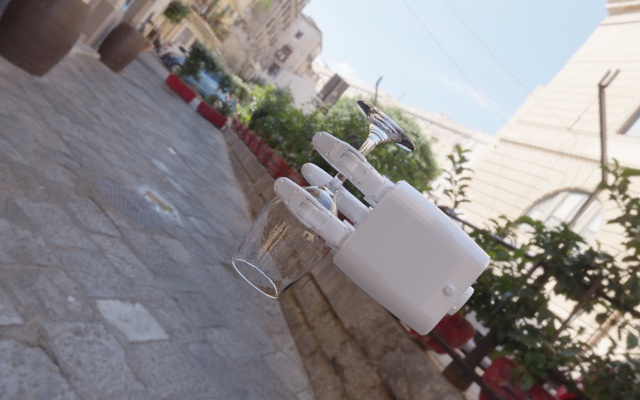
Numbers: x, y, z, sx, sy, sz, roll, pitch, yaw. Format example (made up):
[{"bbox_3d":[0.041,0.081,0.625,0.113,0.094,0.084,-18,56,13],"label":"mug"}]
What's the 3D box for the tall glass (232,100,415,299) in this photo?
[{"bbox_3d":[0.000,0.001,0.472,0.079,0.201,0.079,41,1,-1],"label":"tall glass"}]
